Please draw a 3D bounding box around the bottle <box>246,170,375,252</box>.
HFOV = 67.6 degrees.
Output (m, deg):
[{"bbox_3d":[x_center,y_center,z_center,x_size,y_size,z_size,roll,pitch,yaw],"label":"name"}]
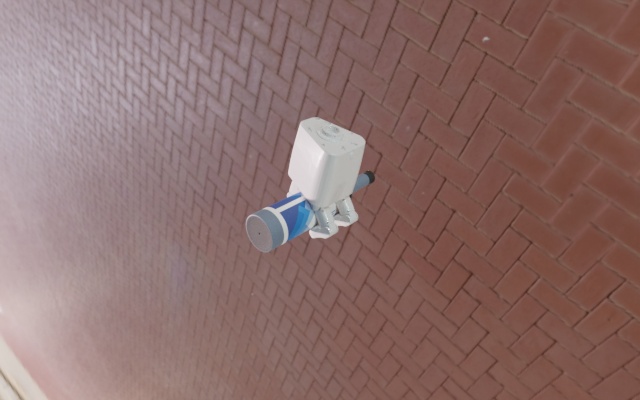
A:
[{"bbox_3d":[0.000,0.003,0.862,0.069,0.069,0.295,0,20,46],"label":"bottle"}]
